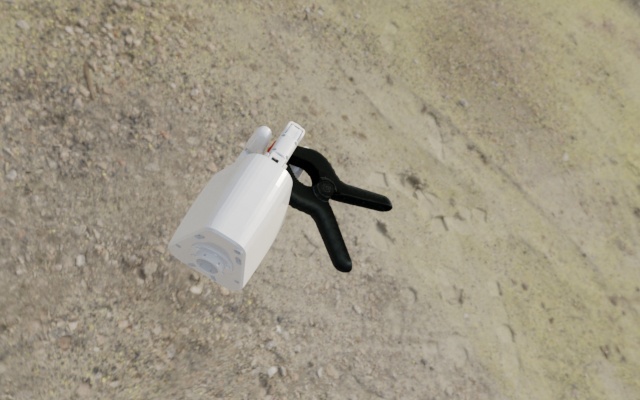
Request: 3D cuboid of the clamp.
[{"bbox_3d":[0.000,0.001,0.566,0.171,0.120,0.039,34,-38,-9],"label":"clamp"}]
